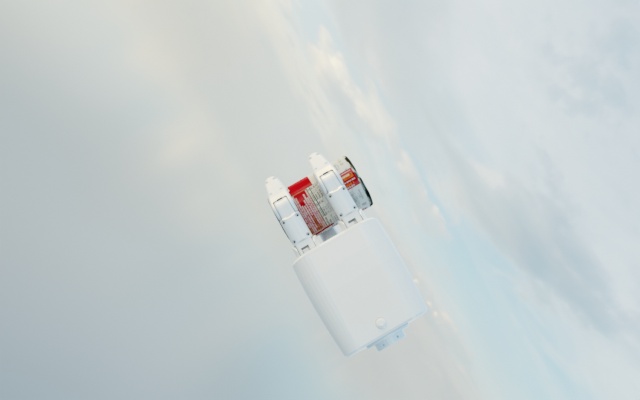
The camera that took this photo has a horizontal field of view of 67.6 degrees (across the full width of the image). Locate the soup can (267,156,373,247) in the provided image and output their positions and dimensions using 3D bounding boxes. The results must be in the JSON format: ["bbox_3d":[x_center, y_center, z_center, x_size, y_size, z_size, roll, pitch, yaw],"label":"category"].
[{"bbox_3d":[0.000,0.001,0.546,0.102,0.068,0.068,-30,1,-1],"label":"soup can"}]
